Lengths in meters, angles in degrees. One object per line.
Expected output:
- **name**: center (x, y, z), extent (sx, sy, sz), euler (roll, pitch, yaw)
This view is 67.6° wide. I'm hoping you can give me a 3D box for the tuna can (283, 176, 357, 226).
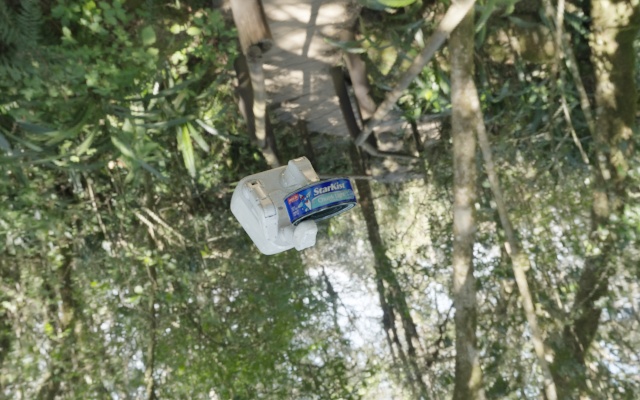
- **tuna can**: center (0.000, 0.002, 0.579), extent (0.086, 0.033, 0.086), euler (-18, -10, -3)
